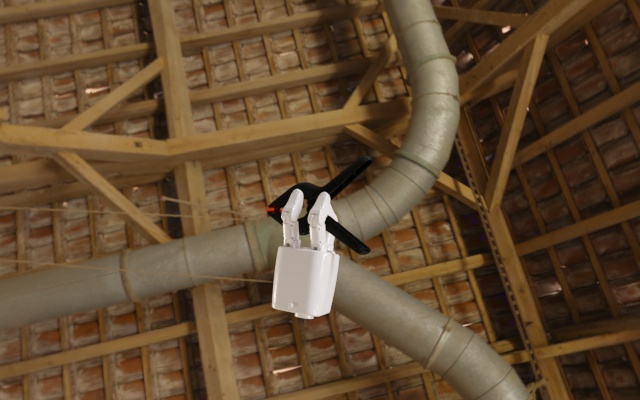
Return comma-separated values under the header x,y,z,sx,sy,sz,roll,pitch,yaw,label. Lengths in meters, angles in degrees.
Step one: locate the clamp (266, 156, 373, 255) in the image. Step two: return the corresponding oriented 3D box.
x,y,z,sx,sy,sz,roll,pitch,yaw,label
0.000,0.003,0.831,0.210,0.164,0.036,4,-10,31,clamp
